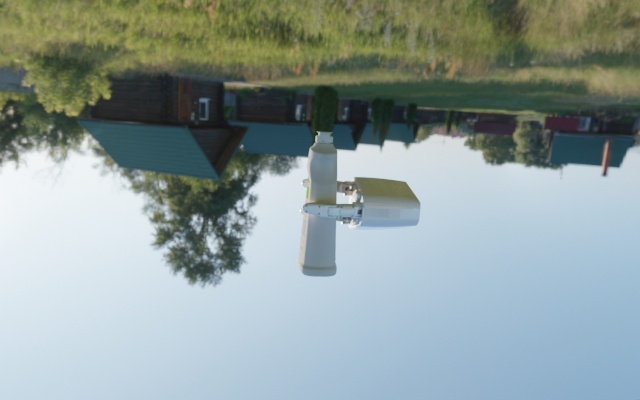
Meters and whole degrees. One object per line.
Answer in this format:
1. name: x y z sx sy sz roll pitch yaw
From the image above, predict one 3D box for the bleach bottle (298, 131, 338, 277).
1. bleach bottle: 0.000 0.003 0.861 0.068 0.251 0.102 2 10 -10
